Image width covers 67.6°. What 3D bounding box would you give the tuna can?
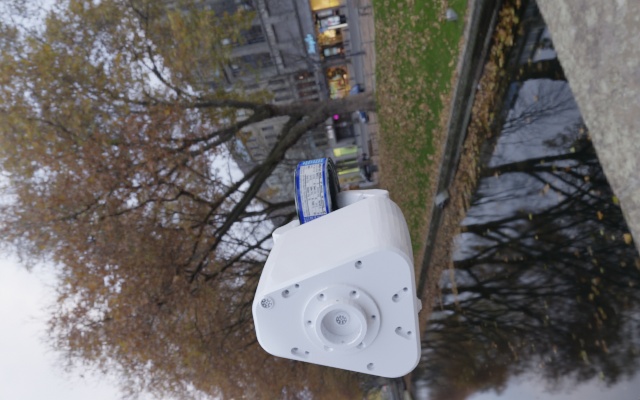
[{"bbox_3d":[0.000,0.002,0.475,0.034,0.086,0.086,-8,-1,9],"label":"tuna can"}]
